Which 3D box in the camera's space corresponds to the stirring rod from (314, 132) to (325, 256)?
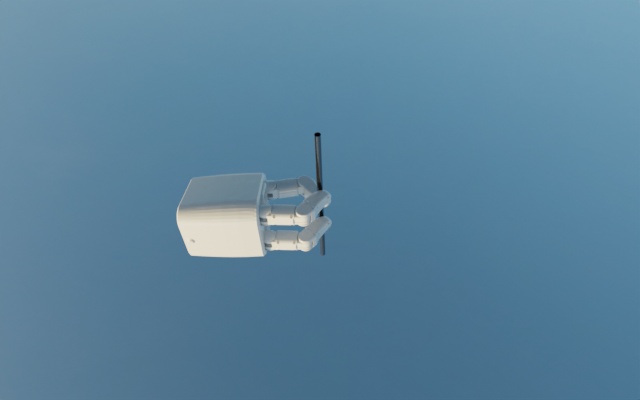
[{"bbox_3d":[0.000,0.002,0.658,0.011,0.011,0.240,0,-42,2],"label":"stirring rod"}]
